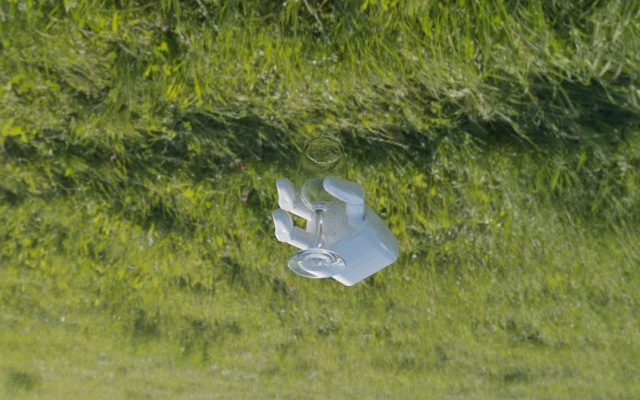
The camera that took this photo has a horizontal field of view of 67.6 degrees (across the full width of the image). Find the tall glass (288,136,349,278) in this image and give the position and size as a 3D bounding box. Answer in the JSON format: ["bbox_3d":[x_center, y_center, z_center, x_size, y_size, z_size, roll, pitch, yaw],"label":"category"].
[{"bbox_3d":[0.000,0.003,0.667,0.079,0.201,0.079,2,-36,2],"label":"tall glass"}]
